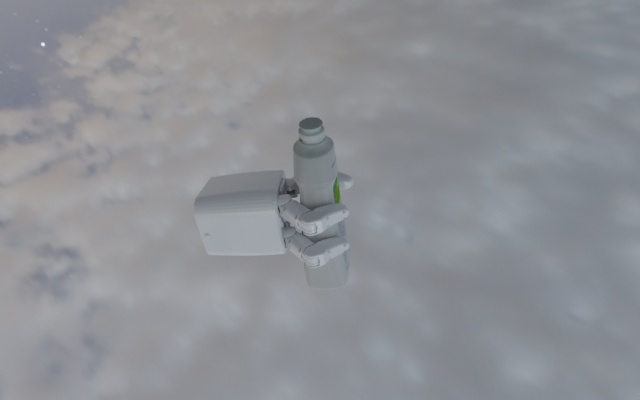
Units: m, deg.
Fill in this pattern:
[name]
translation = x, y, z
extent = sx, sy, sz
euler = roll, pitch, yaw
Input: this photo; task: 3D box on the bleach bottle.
[bleach bottle]
translation = 0.000, 0.002, 0.636
extent = 0.068, 0.251, 0.102
euler = -3, 39, 4
